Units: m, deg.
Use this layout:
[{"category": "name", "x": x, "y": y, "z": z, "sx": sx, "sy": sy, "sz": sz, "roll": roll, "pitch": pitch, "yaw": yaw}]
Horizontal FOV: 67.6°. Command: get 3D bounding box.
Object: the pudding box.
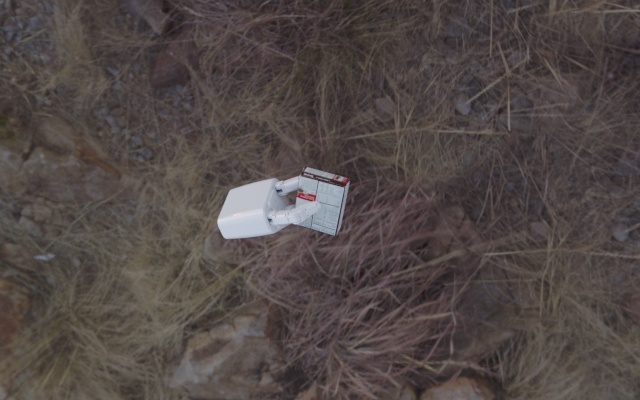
[{"category": "pudding box", "x": 0.000, "y": 0.003, "z": 0.888, "sx": 0.090, "sy": 0.114, "sz": 0.039, "roll": 15, "pitch": 32, "yaw": 8}]
